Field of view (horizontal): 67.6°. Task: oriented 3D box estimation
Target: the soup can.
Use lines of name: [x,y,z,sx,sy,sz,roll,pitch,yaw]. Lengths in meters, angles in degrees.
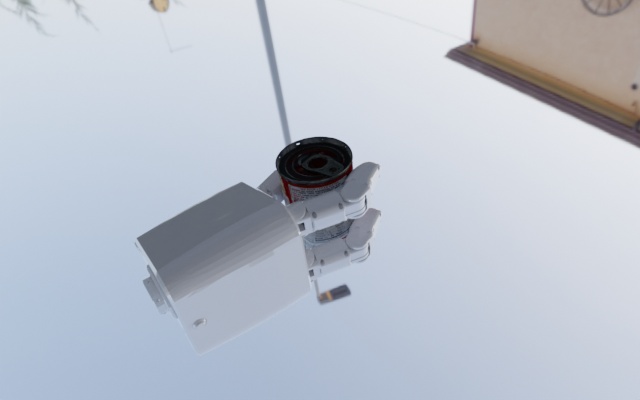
soup can: [0.000,0.001,0.446,0.068,0.102,0.068,-5,40,4]
